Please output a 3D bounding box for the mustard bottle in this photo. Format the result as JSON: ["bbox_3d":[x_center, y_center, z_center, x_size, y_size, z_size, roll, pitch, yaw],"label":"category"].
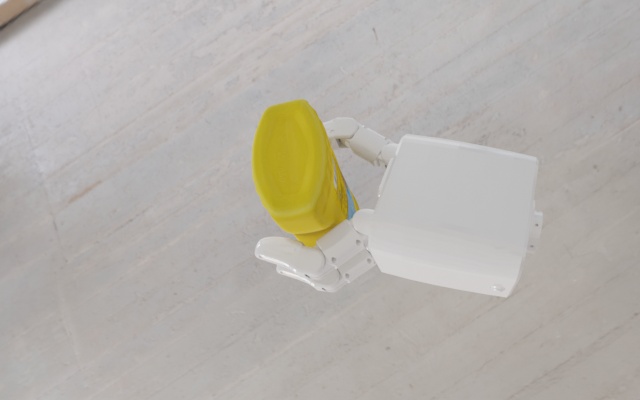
[{"bbox_3d":[0.000,0.001,0.421,0.058,0.096,0.192,-12,-24,10],"label":"mustard bottle"}]
